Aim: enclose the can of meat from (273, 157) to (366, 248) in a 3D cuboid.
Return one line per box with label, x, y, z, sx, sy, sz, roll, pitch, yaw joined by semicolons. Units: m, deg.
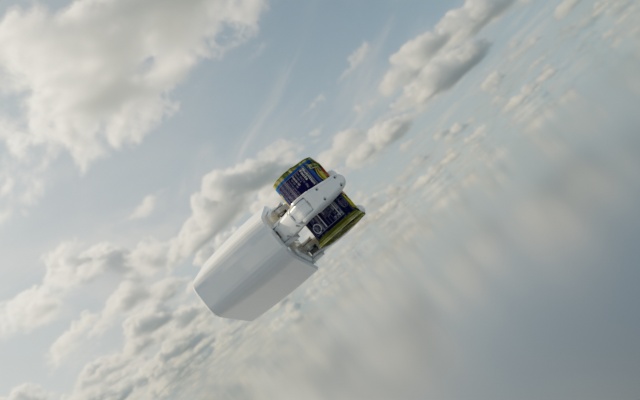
can of meat;0.000;0.001;0.532;0.057;0.084;0.102;-42;-8;5
